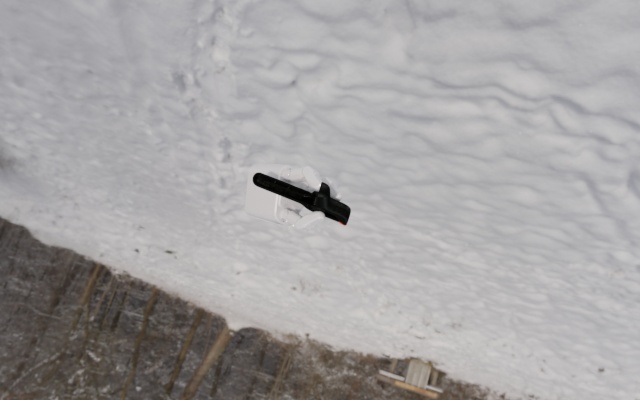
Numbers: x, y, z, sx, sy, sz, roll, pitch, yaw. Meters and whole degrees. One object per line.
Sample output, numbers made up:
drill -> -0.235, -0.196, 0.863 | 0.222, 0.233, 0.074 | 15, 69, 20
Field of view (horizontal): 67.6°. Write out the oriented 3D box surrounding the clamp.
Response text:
clamp -> 0.000, 0.004, 0.862 | 0.164, 0.036, 0.210 | 10, -14, 45
